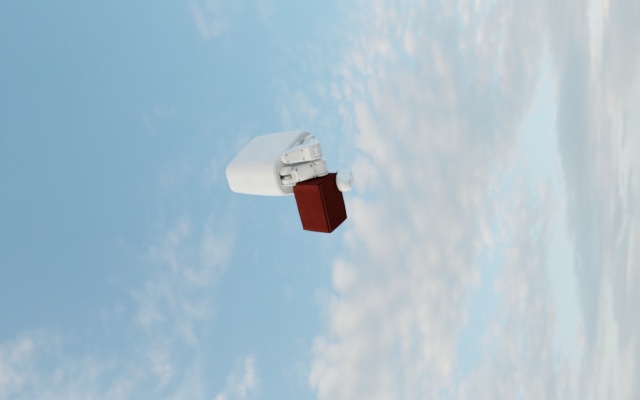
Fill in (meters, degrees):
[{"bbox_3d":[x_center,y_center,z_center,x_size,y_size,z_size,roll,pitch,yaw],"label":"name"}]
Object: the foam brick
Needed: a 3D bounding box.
[{"bbox_3d":[0.000,0.003,0.715,0.051,0.078,0.053,1,23,35],"label":"foam brick"}]
